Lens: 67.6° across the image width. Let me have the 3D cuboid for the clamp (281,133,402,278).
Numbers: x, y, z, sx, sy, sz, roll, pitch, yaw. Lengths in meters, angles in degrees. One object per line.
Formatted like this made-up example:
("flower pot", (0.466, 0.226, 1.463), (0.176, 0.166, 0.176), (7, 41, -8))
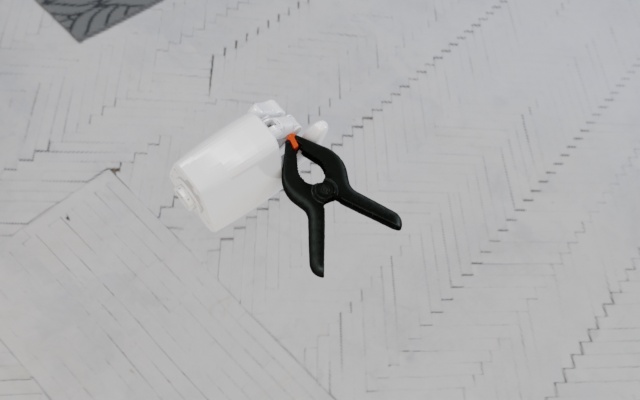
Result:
("clamp", (0.000, 0.001, 0.563), (0.120, 0.171, 0.039), (-38, -13, -18))
